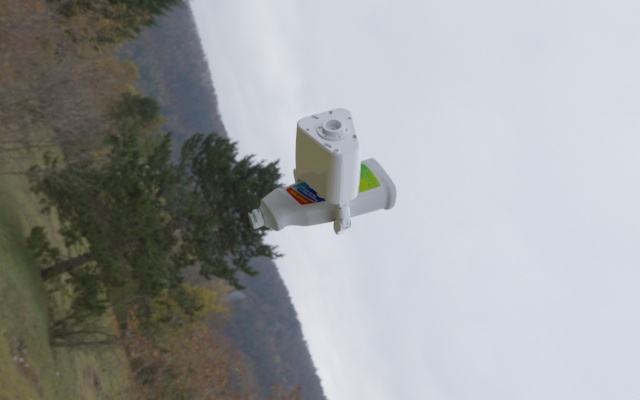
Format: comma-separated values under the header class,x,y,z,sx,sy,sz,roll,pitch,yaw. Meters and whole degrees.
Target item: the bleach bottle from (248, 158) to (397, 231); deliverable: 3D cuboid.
class,x,y,z,sx,sy,sz,roll,pitch,yaw
bleach bottle,0.000,0.003,0.836,0.251,0.102,0.068,-18,-39,-16
